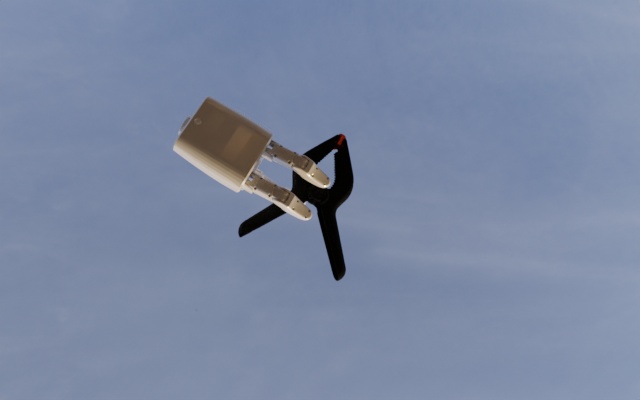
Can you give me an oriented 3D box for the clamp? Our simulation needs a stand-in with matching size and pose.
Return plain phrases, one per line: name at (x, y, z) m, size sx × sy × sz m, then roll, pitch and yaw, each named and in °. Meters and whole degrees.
clamp at (0.000, 0.002, 0.697) m, size 0.164 × 0.210 × 0.036 m, roll 33°, pitch -18°, yaw -11°
